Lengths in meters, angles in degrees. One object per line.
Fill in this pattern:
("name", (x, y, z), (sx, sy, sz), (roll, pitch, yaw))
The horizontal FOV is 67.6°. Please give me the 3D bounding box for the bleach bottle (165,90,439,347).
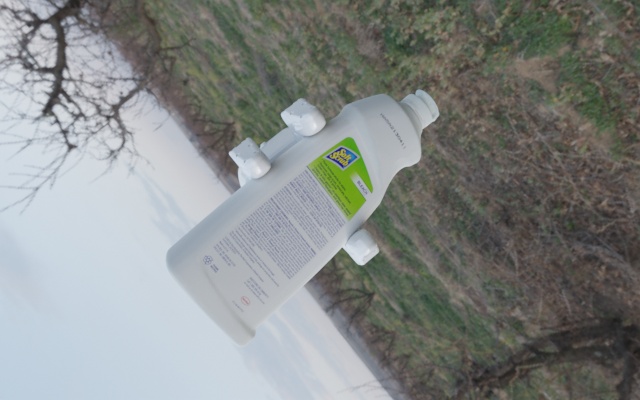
("bleach bottle", (0.000, 0.001, 0.401), (0.251, 0.102, 0.068), (-39, 19, -5))
